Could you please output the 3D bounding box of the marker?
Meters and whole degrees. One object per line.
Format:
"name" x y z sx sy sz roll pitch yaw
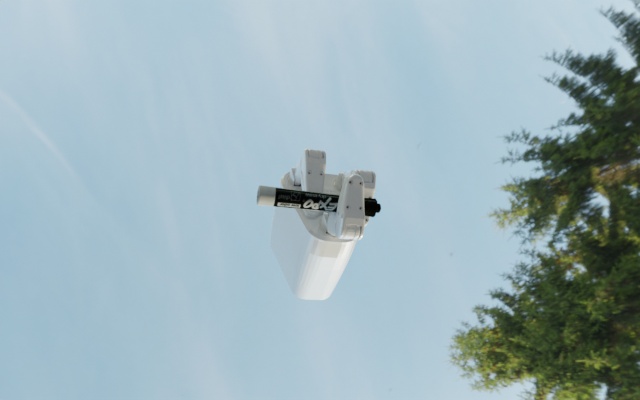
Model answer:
"marker" 0.000 0.001 0.458 0.121 0.020 0.020 6 -2 -14
